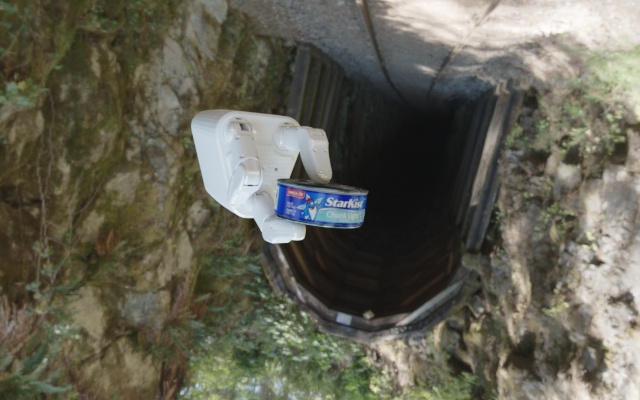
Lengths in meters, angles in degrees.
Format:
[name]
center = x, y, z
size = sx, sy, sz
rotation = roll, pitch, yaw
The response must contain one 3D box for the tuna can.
[tuna can]
center = 0.000, 0.002, 0.446
size = 0.086, 0.034, 0.086
rotation = 7, 6, -1
